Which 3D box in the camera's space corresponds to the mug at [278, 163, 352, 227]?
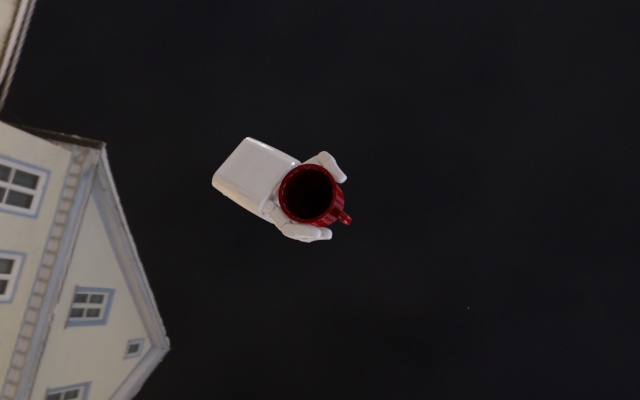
[{"bbox_3d":[0.001,0.003,0.754,0.117,0.093,0.081,31,-2,19],"label":"mug"}]
